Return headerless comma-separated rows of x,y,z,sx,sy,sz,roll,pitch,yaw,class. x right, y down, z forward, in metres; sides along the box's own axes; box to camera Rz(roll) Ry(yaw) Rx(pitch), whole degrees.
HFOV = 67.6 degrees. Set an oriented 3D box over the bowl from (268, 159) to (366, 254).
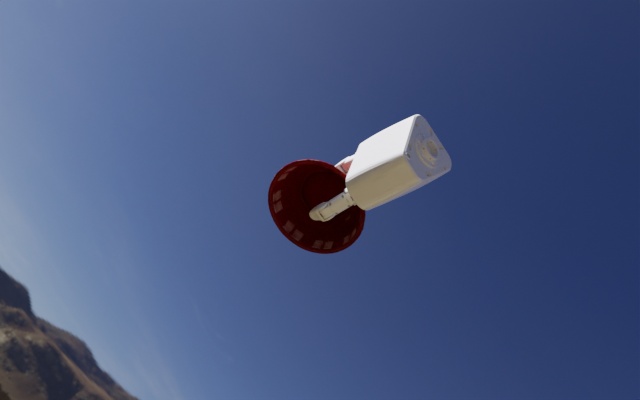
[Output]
-0.001,0.003,0.762,0.162,0.162,0.055,0,24,22,bowl
